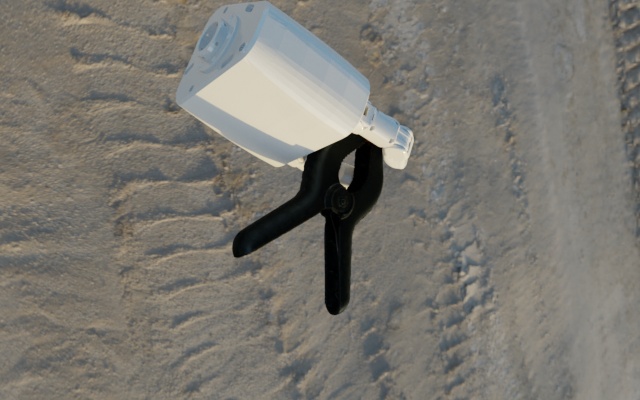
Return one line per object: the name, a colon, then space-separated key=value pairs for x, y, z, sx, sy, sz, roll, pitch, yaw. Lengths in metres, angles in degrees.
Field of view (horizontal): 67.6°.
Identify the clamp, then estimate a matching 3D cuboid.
clamp: x=0.001 y=0.001 z=0.408 sx=0.120 sy=0.171 sz=0.039 roll=29 pitch=-17 yaw=-36
